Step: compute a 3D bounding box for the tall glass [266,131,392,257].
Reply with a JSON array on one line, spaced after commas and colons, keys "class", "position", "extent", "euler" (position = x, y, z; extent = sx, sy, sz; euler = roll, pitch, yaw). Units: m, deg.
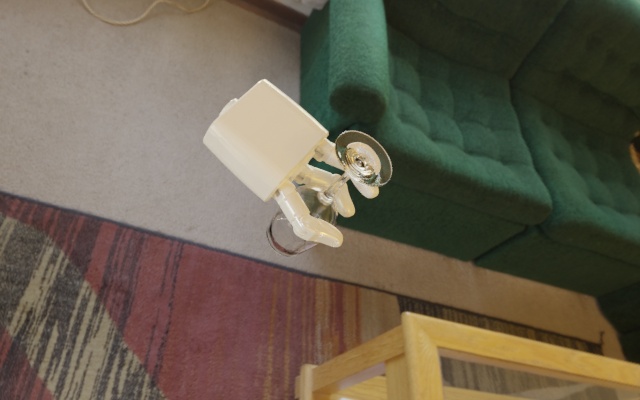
[{"class": "tall glass", "position": [0.001, 0.002, 0.596], "extent": [0.079, 0.079, 0.201], "euler": [0, -30, -34]}]
